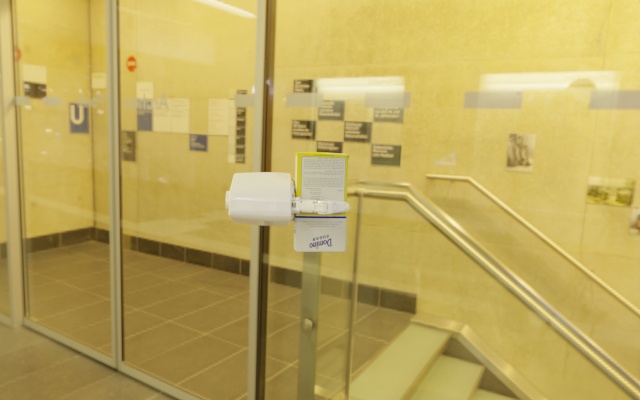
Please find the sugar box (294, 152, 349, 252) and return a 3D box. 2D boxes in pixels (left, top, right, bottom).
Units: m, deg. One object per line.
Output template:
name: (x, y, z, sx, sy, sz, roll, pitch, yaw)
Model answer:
sugar box: (0.000, 0.003, 0.856, 0.093, 0.176, 0.048, 2, 8, -8)
